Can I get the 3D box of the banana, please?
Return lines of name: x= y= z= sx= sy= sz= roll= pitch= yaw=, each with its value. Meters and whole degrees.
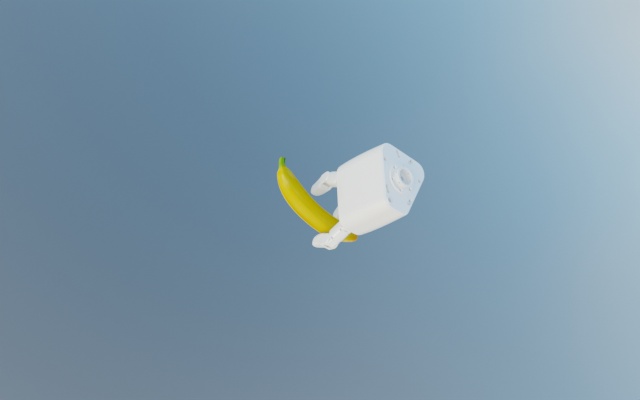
banana: x=-0.011 y=0.011 z=0.814 sx=0.037 sy=0.198 sz=0.069 roll=-32 pitch=14 yaw=46
